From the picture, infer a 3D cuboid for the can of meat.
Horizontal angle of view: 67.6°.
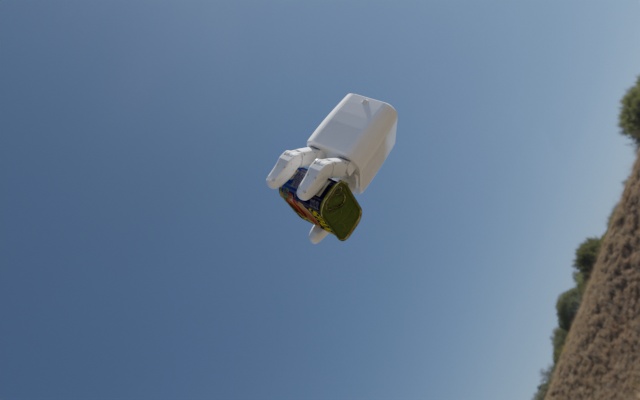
[{"bbox_3d":[0.000,0.002,0.673,0.084,0.057,0.102,25,-17,34],"label":"can of meat"}]
